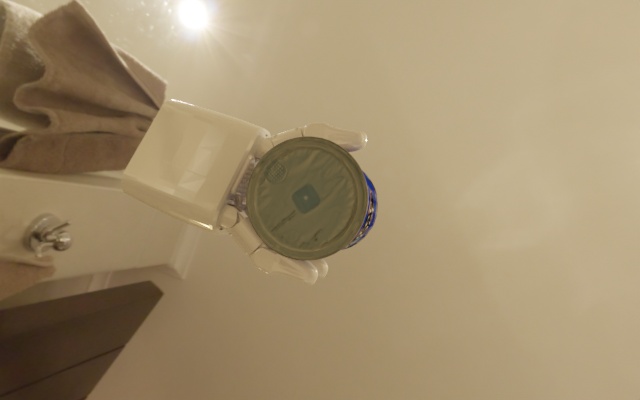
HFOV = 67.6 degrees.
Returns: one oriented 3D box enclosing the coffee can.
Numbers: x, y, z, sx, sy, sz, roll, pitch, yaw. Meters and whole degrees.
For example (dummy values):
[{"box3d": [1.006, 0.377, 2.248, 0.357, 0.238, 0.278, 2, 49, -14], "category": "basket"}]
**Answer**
[{"box3d": [0.000, 0.001, 0.459, 0.103, 0.103, 0.140, 0, -3, 10], "category": "coffee can"}]
